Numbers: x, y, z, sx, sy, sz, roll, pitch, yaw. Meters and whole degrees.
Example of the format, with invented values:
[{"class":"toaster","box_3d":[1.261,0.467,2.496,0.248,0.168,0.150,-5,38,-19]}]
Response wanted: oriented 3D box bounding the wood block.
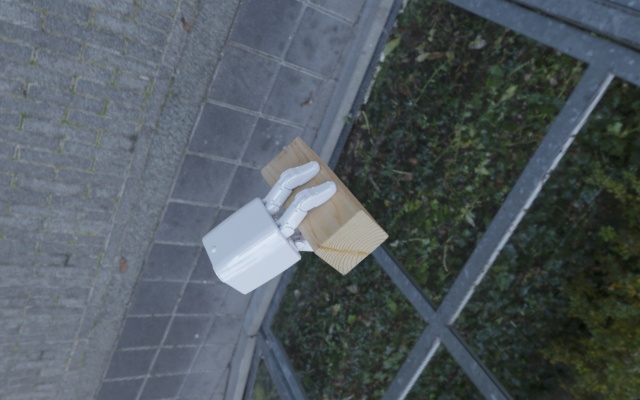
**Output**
[{"class":"wood block","box_3d":[0.000,0.003,0.741,0.091,0.090,0.206,43,7,-46]}]
